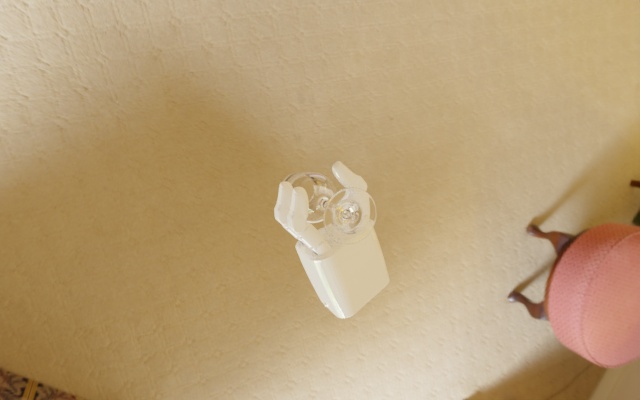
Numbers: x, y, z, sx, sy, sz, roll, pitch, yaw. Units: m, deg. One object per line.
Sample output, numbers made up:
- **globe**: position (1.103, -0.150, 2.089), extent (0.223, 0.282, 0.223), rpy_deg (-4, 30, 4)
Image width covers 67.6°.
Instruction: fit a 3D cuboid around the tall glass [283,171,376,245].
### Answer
- **tall glass**: position (0.000, 0.002, 0.690), extent (0.079, 0.079, 0.201), rpy_deg (0, 11, -23)
